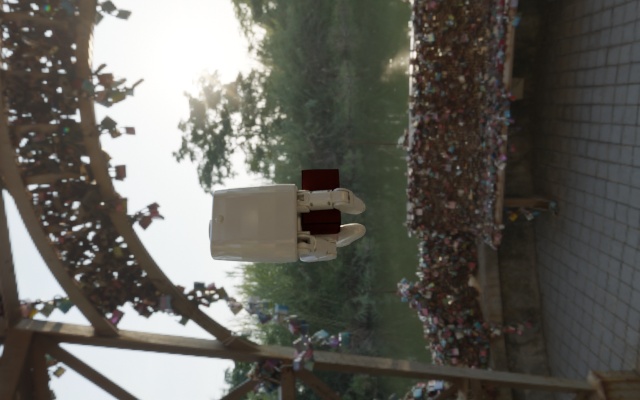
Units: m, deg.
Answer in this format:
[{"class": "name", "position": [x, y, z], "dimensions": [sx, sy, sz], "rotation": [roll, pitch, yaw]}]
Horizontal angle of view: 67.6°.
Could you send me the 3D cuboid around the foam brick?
[{"class": "foam brick", "position": [0.000, 0.002, 0.640], "dimensions": [0.051, 0.078, 0.053], "rotation": [-1, -20, 0]}]
